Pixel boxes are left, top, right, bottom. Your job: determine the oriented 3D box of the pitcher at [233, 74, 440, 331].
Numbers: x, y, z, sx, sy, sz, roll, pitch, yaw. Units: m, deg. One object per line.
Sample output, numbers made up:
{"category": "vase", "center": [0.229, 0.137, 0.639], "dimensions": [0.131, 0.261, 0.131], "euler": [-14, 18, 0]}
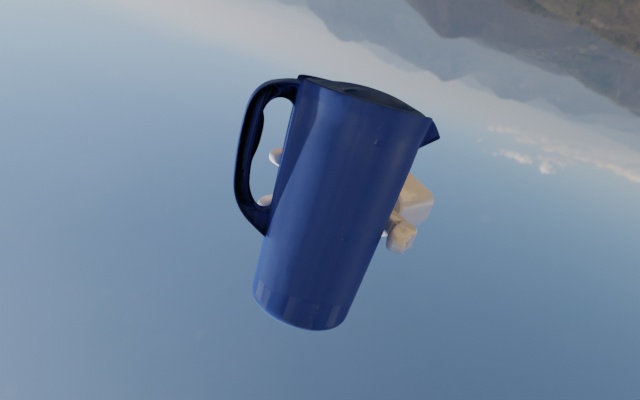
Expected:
{"category": "pitcher", "center": [0.000, 0.002, 0.482], "dimensions": [0.149, 0.243, 0.145], "euler": [27, 20, 29]}
